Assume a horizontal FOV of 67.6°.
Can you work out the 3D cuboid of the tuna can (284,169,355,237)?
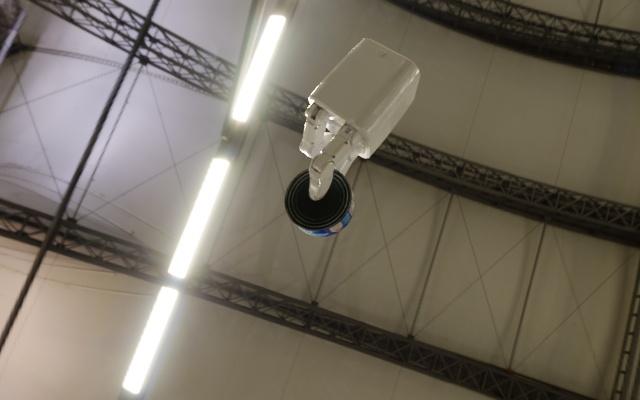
[{"bbox_3d":[0.000,0.002,0.604,0.086,0.086,0.034,0,-21,15],"label":"tuna can"}]
